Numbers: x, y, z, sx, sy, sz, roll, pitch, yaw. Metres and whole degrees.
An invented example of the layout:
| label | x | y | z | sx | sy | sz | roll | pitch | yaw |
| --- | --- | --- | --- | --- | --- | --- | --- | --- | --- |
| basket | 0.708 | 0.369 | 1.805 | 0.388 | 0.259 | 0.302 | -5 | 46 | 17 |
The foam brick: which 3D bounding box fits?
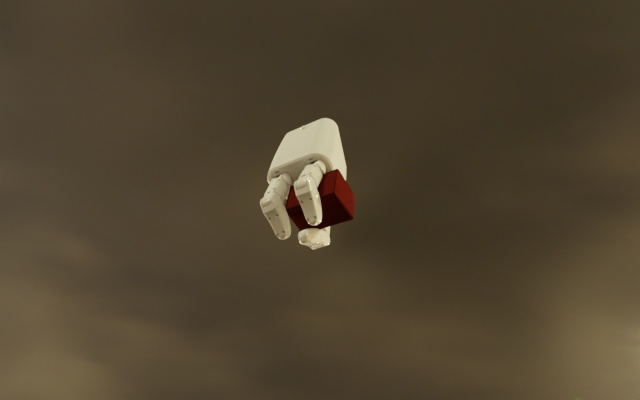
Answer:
| label | x | y | z | sx | sy | sz | roll | pitch | yaw |
| --- | --- | --- | --- | --- | --- | --- | --- | --- | --- |
| foam brick | 0.000 | 0.002 | 0.636 | 0.078 | 0.053 | 0.051 | -18 | 35 | 24 |
